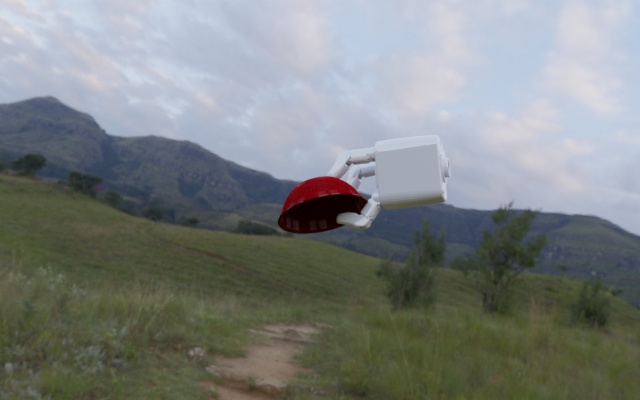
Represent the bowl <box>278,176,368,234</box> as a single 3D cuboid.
[{"bbox_3d":[-0.001,0.003,0.841,0.162,0.055,0.162,-11,-24,-5],"label":"bowl"}]
